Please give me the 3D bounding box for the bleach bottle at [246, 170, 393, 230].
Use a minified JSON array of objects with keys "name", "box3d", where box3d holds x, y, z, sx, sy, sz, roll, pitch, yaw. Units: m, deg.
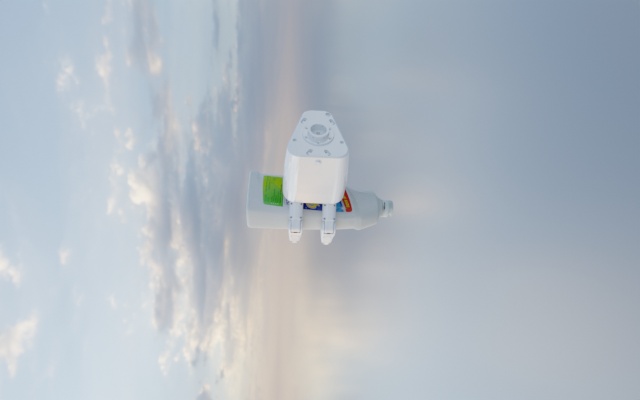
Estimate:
[{"name":"bleach bottle","box3d":[0.000,0.003,0.837,0.251,0.102,0.068,2,-38,-5]}]
